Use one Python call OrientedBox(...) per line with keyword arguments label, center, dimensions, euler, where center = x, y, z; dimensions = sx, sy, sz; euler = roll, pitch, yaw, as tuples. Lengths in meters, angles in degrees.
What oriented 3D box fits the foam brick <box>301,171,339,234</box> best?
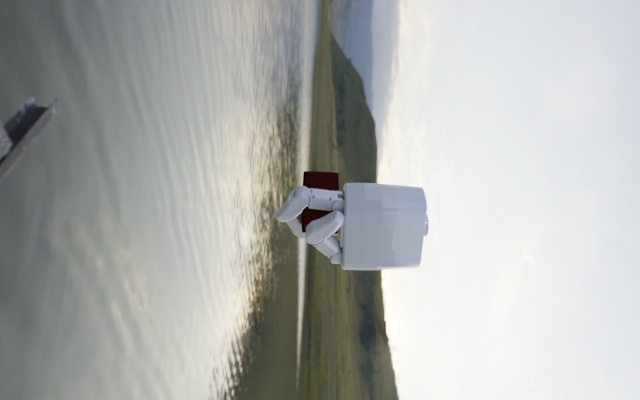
OrientedBox(label="foam brick", center=(0.000, 0.002, 0.675), dimensions=(0.051, 0.053, 0.078), euler=(1, 41, 0))
